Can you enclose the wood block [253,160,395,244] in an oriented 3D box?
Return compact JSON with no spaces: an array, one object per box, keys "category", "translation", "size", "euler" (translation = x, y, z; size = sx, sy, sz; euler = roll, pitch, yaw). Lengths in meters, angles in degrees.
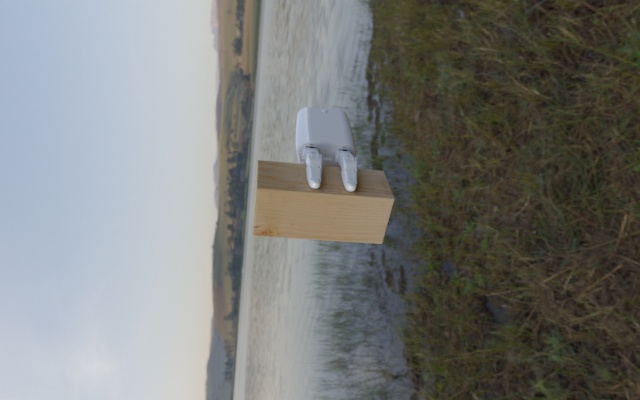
[{"category":"wood block","translation":[0.000,0.003,0.757],"size":[0.206,0.091,0.090],"euler":[4,33,-9]}]
